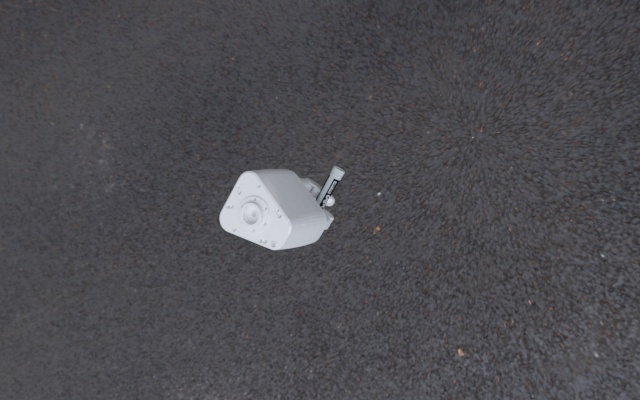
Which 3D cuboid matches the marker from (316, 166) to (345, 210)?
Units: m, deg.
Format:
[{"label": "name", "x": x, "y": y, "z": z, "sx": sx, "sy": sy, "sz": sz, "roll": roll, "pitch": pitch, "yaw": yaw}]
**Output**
[{"label": "marker", "x": 0.000, "y": 0.002, "z": 0.741, "sx": 0.020, "sy": 0.121, "sz": 0.020, "roll": 28, "pitch": 16, "yaw": -8}]
